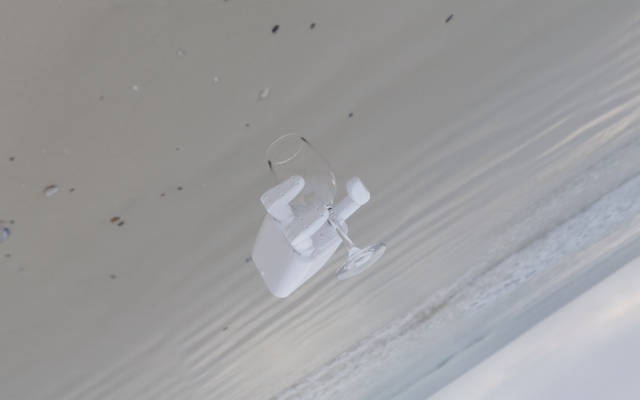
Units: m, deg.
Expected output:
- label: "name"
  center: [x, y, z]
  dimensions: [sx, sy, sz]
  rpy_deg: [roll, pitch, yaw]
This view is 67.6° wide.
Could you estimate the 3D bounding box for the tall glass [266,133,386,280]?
- label: "tall glass"
  center: [0.001, 0.002, 0.632]
  dimensions: [0.079, 0.201, 0.079]
  rpy_deg: [-27, -26, -14]
